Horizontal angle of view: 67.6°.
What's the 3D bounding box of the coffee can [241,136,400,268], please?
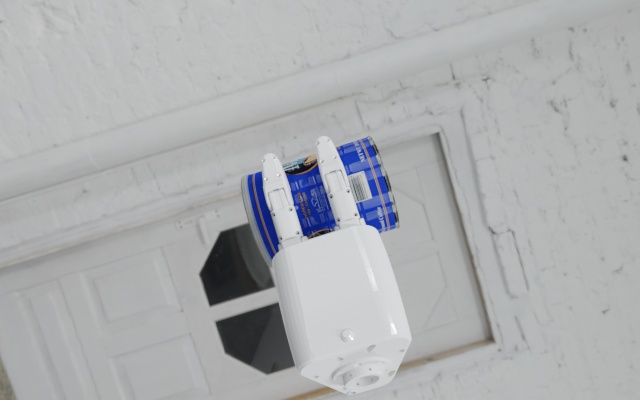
[{"bbox_3d":[0.000,0.002,0.503,0.140,0.103,0.103,-18,-1,2],"label":"coffee can"}]
